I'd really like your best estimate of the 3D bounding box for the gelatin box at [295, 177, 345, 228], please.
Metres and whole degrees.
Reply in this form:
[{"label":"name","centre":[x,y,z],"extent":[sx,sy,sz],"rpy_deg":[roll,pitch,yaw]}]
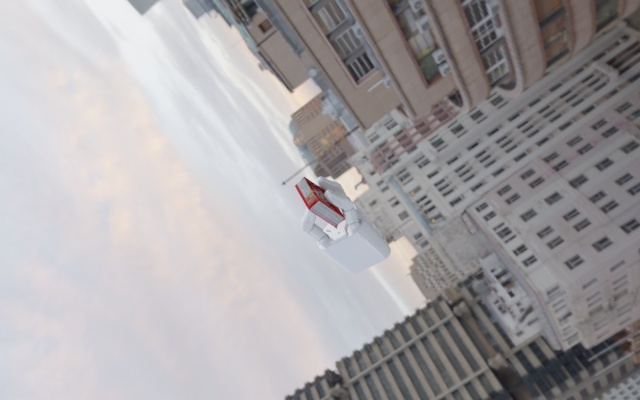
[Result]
[{"label":"gelatin box","centre":[0.000,0.003,0.897],"extent":[0.089,0.030,0.073],"rpy_deg":[34,17,-43]}]
